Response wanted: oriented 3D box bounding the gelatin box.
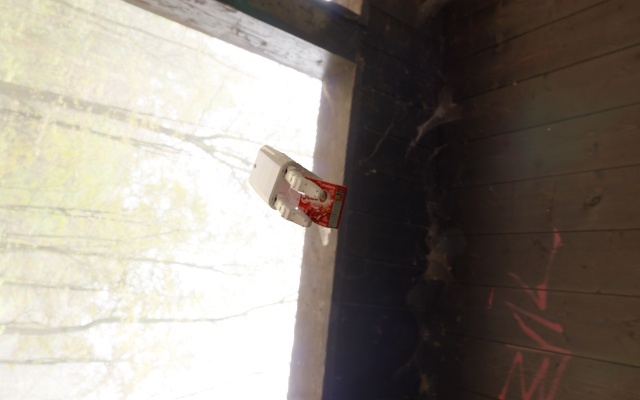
[{"bbox_3d":[0.001,0.003,0.809,0.030,0.073,0.089,10,5,-41],"label":"gelatin box"}]
